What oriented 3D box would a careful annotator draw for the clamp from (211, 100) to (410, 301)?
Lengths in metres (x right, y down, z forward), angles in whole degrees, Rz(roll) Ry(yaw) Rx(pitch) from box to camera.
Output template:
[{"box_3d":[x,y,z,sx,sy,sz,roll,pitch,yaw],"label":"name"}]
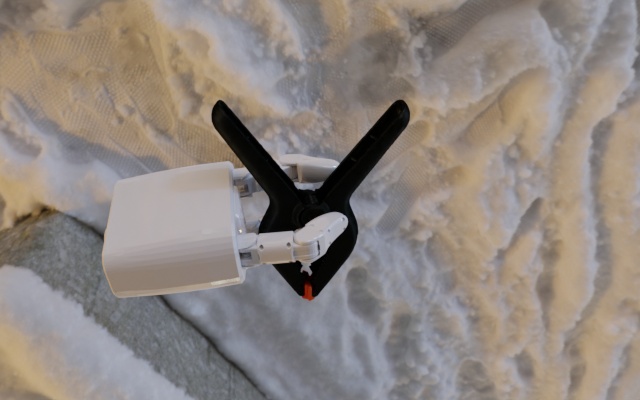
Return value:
[{"box_3d":[0.000,0.002,0.438,0.164,0.210,0.036,-7,31,-4],"label":"clamp"}]
